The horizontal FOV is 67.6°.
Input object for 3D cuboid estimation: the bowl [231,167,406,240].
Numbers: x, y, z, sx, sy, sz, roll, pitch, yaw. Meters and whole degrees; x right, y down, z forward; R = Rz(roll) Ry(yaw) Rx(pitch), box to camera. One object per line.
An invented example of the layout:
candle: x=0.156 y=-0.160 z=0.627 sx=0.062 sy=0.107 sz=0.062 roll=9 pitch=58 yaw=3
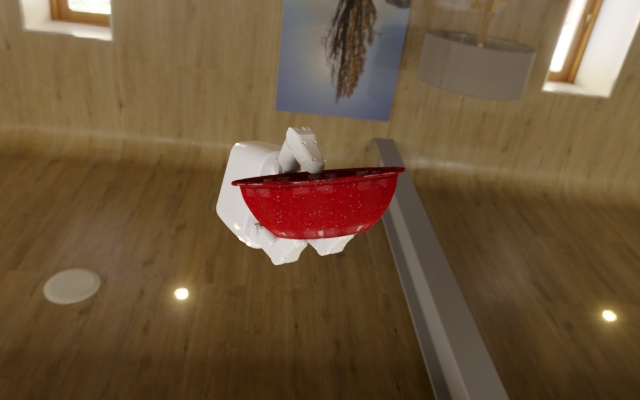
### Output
bowl: x=0.000 y=0.002 z=0.446 sx=0.162 sy=0.055 sz=0.162 roll=-5 pitch=5 yaw=0
